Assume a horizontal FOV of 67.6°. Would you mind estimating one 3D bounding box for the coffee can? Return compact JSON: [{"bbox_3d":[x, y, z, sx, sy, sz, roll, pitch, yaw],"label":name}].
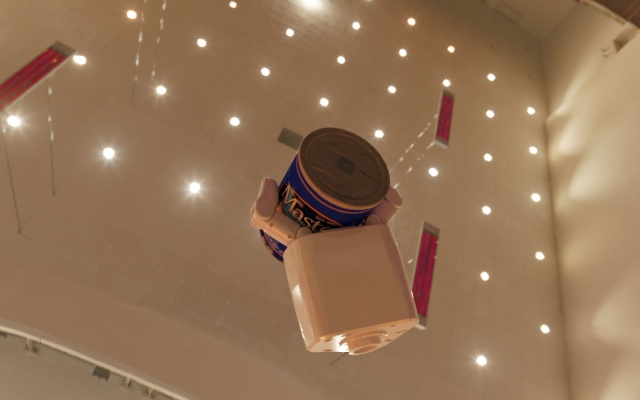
[{"bbox_3d":[0.000,0.002,0.542,0.103,0.102,0.140,0,-33,-28],"label":"coffee can"}]
